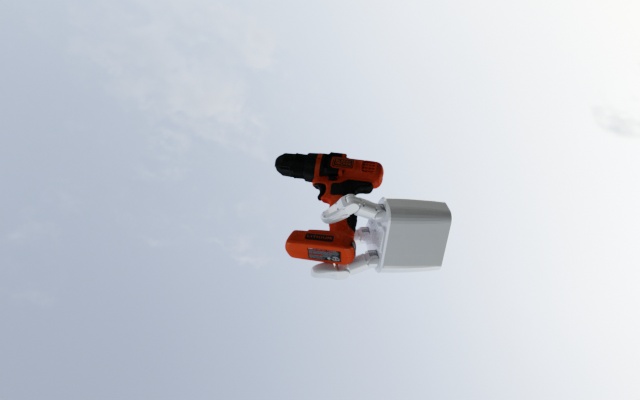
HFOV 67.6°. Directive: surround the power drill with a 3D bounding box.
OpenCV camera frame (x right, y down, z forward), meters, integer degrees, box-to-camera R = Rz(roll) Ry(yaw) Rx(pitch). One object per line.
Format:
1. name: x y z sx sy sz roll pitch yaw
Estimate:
1. power drill: 0.000 0.003 0.761 0.184 0.187 0.057 6 -32 11
